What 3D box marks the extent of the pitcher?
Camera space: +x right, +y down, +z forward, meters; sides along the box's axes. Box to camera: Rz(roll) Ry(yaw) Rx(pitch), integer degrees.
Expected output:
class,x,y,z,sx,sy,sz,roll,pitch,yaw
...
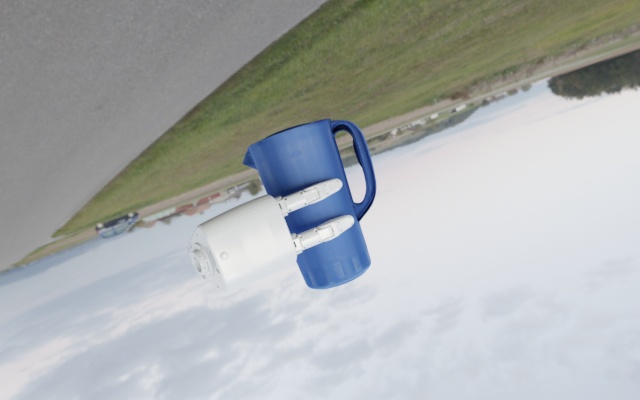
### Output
class,x,y,z,sx,sy,sz,roll,pitch,yaw
pitcher,0.000,0.002,0.726,0.145,0.243,0.149,-24,6,-34
